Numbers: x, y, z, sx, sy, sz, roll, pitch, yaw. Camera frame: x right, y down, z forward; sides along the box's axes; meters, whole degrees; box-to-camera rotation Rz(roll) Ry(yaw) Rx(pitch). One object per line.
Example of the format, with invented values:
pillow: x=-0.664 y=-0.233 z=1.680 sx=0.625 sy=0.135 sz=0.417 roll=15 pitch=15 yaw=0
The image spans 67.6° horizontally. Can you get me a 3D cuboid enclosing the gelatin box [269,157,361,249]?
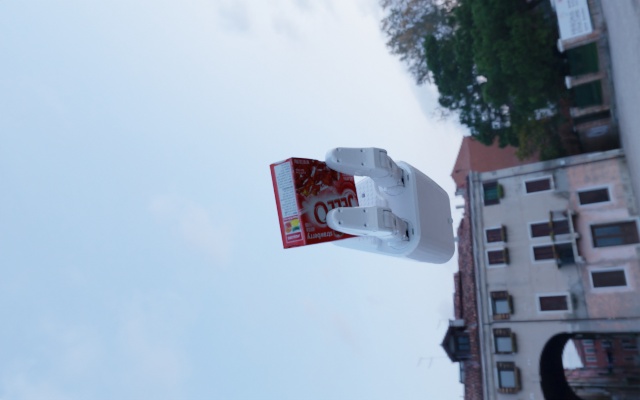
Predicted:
gelatin box: x=-0.001 y=0.001 z=0.421 sx=0.030 sy=0.073 sz=0.089 roll=-14 pitch=-8 yaw=38
